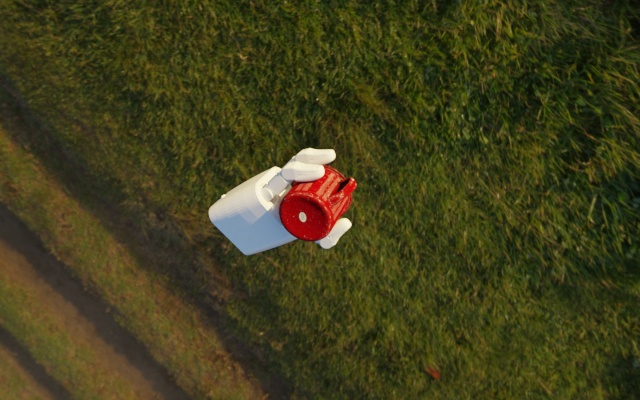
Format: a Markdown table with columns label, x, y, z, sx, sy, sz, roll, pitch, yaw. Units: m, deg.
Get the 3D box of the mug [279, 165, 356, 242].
| label | x | y | z | sx | sy | sz | roll | pitch | yaw |
| --- | --- | --- | --- | --- | --- | --- | --- | --- | --- |
| mug | 0.001 | 0.002 | 0.685 | 0.117 | 0.093 | 0.081 | -24 | 17 | 29 |
